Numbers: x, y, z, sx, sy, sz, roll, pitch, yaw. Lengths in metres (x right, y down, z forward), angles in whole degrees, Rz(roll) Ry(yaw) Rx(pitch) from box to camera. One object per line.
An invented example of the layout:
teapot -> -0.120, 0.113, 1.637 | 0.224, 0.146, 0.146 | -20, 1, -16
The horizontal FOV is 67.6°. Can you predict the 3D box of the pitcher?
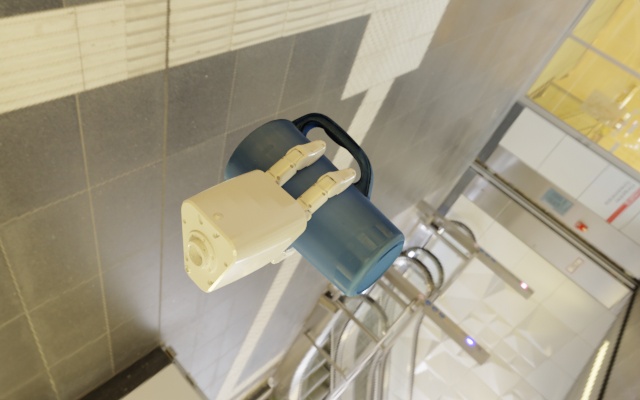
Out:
pitcher -> 0.000, 0.002, 0.646 | 0.242, 0.149, 0.145 | 43, 43, 20
